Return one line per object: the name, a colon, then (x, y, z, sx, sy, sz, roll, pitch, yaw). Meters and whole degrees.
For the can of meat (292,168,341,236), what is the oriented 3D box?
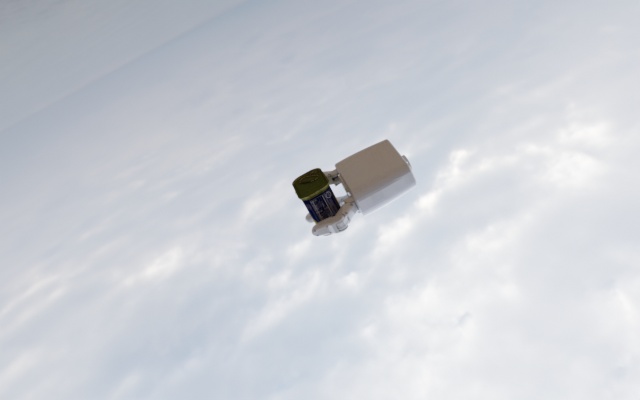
can of meat: (0.000, 0.003, 0.812, 0.057, 0.084, 0.102, -29, 24, -1)
